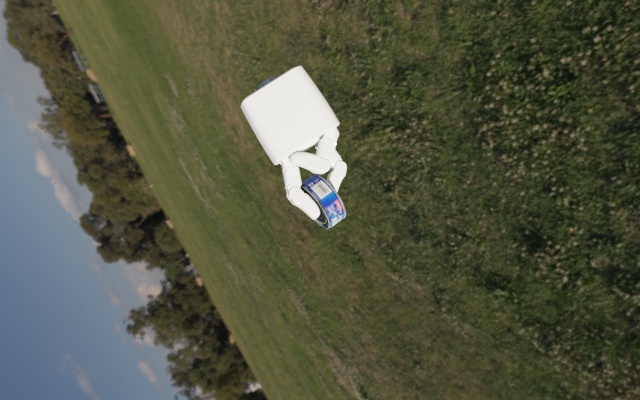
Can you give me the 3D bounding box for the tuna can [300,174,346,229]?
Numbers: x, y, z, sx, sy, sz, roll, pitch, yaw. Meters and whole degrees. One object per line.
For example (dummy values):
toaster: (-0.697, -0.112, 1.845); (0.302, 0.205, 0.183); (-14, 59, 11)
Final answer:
tuna can: (0.000, 0.003, 0.756); (0.033, 0.086, 0.086); (-36, 13, -18)
